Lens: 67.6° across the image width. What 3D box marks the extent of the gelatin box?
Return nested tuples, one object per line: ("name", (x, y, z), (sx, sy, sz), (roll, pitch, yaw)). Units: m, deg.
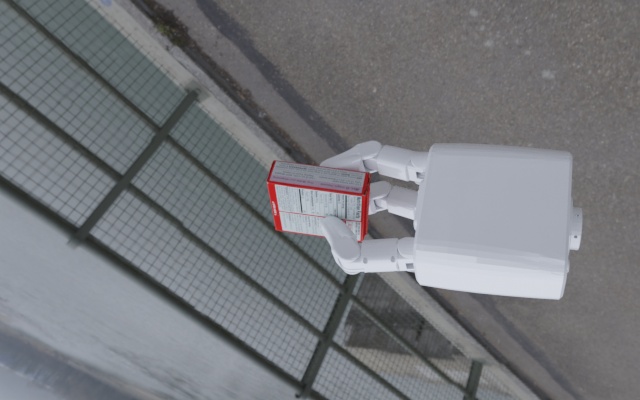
("gelatin box", (0.000, 0.002, 0.436), (0.089, 0.030, 0.073), (7, -37, 9))
